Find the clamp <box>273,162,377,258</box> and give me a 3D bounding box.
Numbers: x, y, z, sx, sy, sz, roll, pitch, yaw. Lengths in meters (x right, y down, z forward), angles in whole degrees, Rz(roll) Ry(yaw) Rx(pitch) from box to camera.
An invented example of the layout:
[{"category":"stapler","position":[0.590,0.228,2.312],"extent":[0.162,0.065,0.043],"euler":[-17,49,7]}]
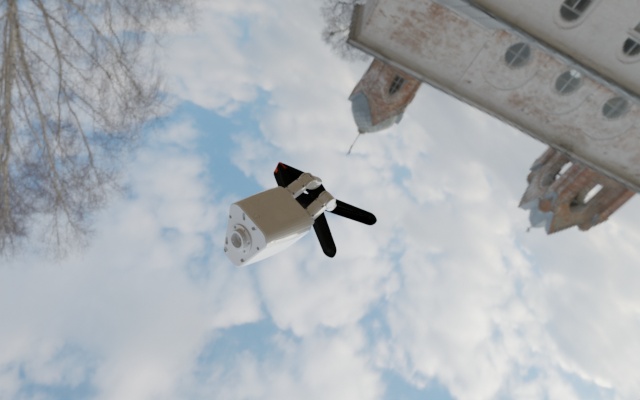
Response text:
[{"category":"clamp","position":[-0.001,0.003,0.879],"extent":[0.210,0.036,0.164],"euler":[46,37,19]}]
